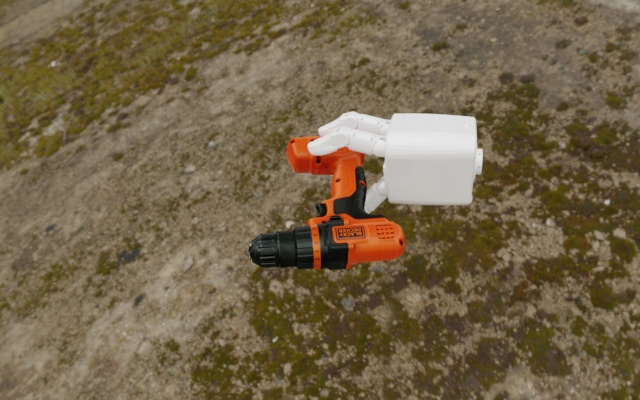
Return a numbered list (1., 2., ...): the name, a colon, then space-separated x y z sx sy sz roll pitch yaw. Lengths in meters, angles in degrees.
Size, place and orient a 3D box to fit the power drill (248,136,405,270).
1. power drill: 0.000 0.002 0.606 0.184 0.187 0.057 -3 -37 -7
